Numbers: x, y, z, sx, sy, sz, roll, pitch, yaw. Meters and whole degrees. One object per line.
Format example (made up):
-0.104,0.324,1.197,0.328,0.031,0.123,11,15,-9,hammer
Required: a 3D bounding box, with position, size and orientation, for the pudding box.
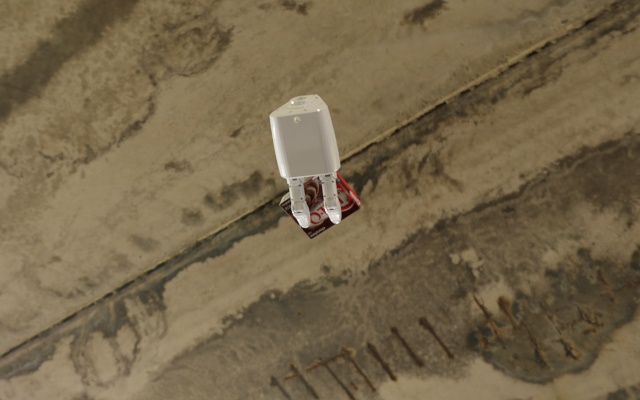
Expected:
0.000,0.003,0.830,0.113,0.090,0.039,-33,21,23,pudding box
